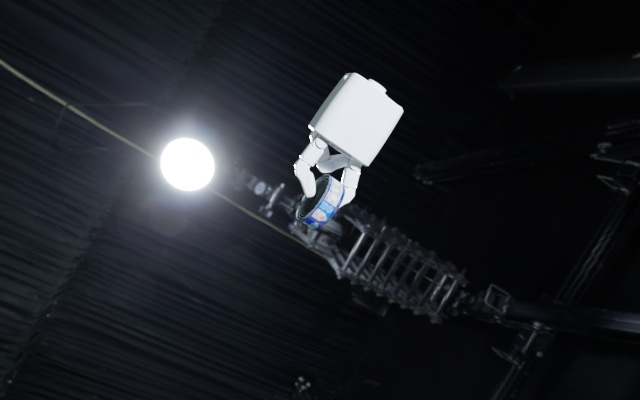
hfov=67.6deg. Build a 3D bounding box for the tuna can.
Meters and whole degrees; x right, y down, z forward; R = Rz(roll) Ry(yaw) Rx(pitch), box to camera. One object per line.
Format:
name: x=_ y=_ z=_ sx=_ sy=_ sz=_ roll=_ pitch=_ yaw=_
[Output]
tuna can: x=0.001 y=0.003 z=0.747 sx=0.034 sy=0.086 sz=0.086 roll=35 pitch=-12 yaw=-18
